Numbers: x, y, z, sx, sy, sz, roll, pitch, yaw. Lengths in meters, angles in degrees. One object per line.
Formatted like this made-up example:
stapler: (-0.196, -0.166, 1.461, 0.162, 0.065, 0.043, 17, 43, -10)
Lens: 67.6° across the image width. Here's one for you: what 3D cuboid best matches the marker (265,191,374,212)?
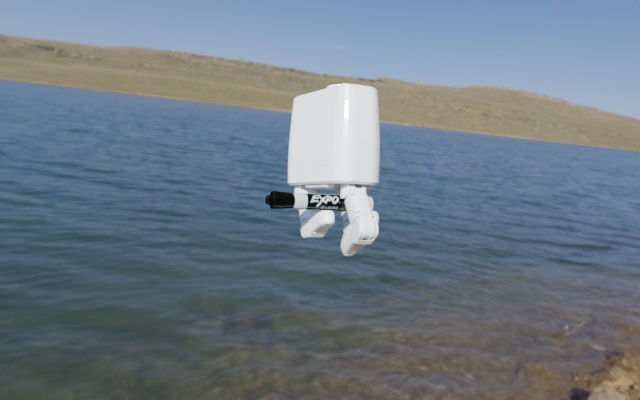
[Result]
marker: (0.000, 0.002, 0.507, 0.121, 0.020, 0.020, 3, -1, -25)
